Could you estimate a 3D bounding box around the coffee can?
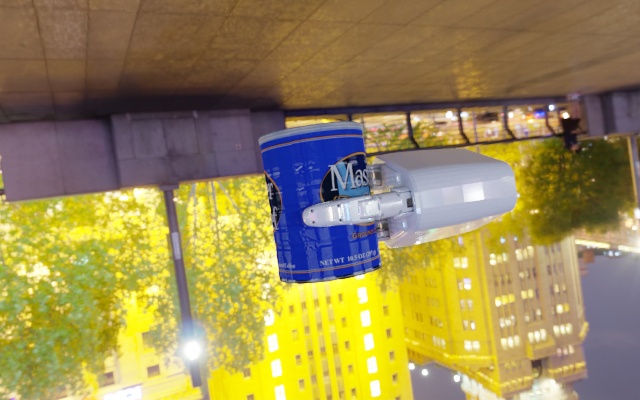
[{"bbox_3d":[0.000,0.001,0.470,0.103,0.140,0.103,-8,1,0],"label":"coffee can"}]
